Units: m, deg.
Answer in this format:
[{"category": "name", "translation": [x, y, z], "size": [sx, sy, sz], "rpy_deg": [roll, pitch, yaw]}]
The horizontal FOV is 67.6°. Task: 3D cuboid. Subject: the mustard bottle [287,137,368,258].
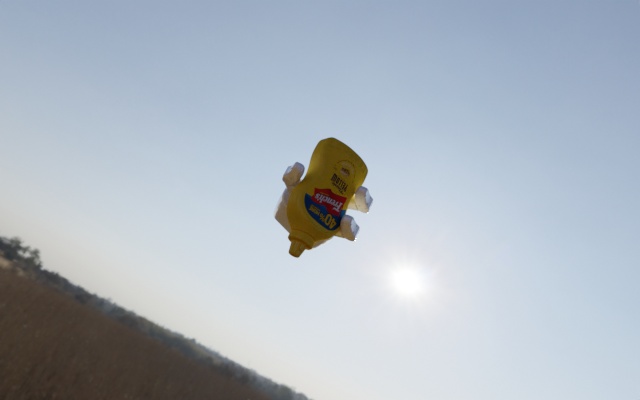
[{"category": "mustard bottle", "translation": [0.000, 0.002, 0.740], "size": [0.096, 0.191, 0.058], "rpy_deg": [40, -26, -28]}]
